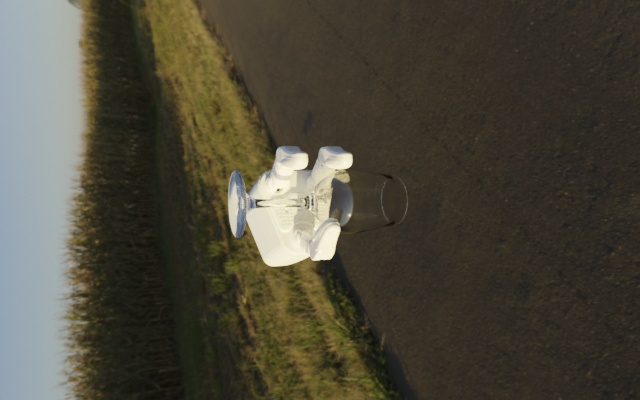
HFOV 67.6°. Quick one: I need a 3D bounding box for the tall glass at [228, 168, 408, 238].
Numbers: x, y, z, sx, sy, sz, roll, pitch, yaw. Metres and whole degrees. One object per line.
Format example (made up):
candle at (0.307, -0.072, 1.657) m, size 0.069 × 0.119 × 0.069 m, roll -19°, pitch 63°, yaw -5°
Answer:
tall glass at (0.000, 0.002, 0.553) m, size 0.201 × 0.079 × 0.079 m, roll -1°, pitch 0°, yaw -23°
